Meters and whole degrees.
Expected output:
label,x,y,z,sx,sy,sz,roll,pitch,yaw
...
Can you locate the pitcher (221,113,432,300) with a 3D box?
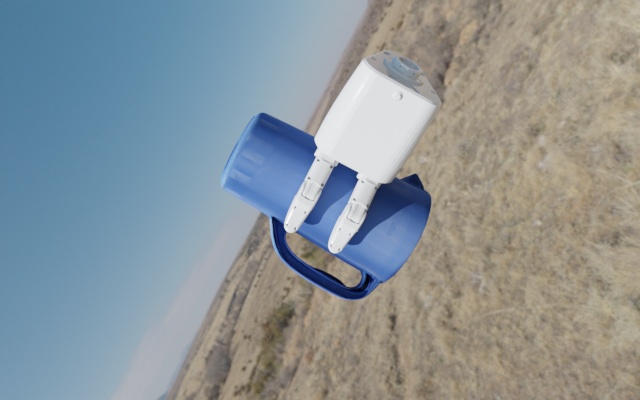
label,x,y,z,sx,sy,sz,roll,pitch,yaw
pitcher,0.000,0.002,0.596,0.243,0.145,0.149,28,33,-6
